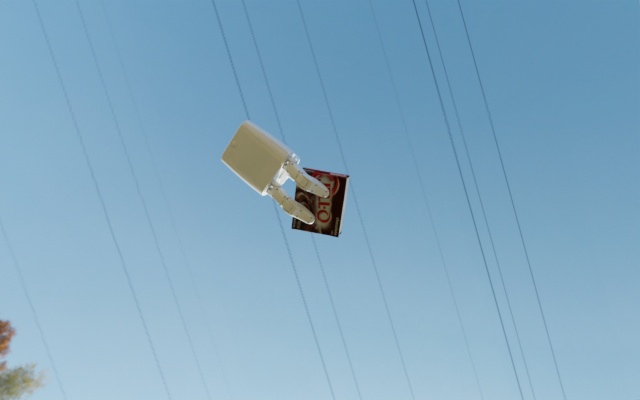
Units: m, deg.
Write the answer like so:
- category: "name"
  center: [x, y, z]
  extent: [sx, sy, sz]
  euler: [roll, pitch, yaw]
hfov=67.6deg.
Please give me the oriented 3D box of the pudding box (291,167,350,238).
- category: "pudding box"
  center: [0.000, 0.003, 0.862]
  extent: [0.090, 0.113, 0.039]
  euler: [10, 14, 13]
